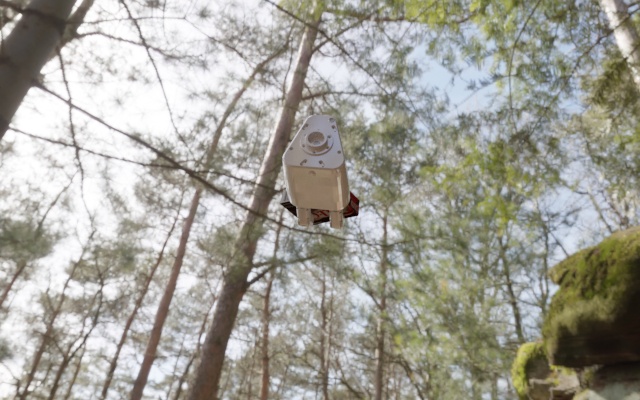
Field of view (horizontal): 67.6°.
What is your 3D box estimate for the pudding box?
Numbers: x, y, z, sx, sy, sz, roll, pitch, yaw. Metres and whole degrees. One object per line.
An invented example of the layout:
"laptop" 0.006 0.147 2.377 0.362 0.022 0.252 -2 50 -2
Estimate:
"pudding box" 0.000 0.003 0.843 0.113 0.039 0.090 -12 -37 32
